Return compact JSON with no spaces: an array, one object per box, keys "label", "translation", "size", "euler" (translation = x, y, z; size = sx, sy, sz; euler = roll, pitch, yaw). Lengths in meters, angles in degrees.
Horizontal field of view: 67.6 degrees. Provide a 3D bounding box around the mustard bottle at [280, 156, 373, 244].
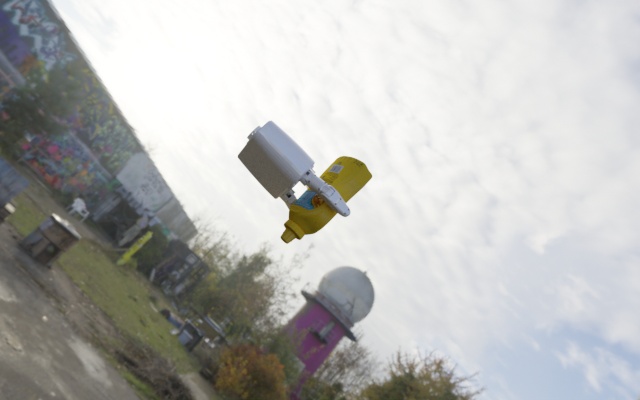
[{"label":"mustard bottle","translation":[0.001,0.003,0.845],"size":[0.191,0.058,0.096],"euler":[-46,31,-17]}]
